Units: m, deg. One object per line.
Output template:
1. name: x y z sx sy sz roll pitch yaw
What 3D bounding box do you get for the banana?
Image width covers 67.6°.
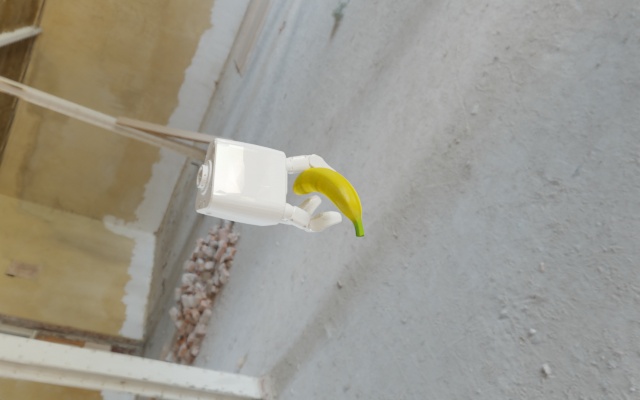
1. banana: 0.005 -0.014 0.695 0.037 0.070 0.197 3 18 -30
